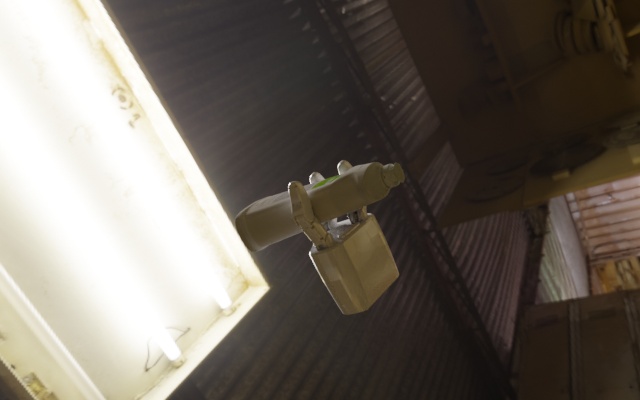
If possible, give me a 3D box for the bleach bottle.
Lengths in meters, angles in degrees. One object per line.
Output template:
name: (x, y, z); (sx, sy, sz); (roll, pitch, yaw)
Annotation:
bleach bottle: (0.000, 0.002, 0.684); (0.251, 0.068, 0.102); (-20, 13, 32)
